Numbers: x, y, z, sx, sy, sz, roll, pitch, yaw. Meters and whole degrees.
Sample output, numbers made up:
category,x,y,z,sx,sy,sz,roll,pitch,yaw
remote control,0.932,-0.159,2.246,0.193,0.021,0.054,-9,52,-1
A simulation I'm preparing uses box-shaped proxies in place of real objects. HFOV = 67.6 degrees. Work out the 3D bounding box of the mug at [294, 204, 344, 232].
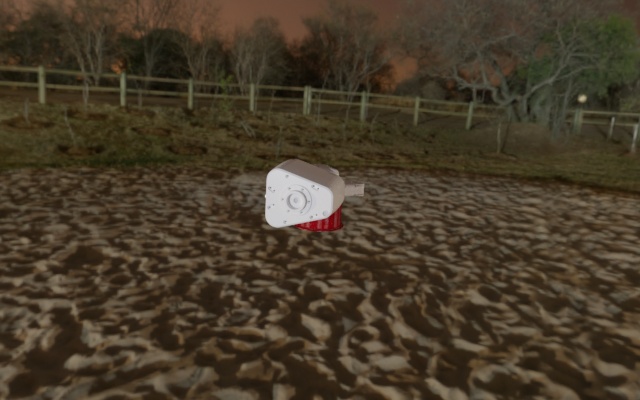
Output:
category,x,y,z,sx,sy,sz,roll,pitch,yaw
mug,0.001,0.002,0.877,0.093,0.081,0.117,6,12,11
